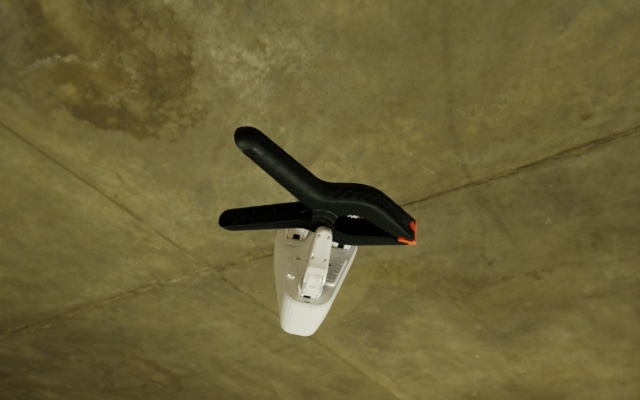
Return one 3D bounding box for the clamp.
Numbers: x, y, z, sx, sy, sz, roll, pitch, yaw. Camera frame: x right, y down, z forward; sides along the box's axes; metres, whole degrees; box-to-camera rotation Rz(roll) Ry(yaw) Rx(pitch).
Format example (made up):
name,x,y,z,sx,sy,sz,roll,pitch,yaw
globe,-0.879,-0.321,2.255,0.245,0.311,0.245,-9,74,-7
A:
name,x,y,z,sx,sy,sz,roll,pitch,yaw
clamp,0.000,0.002,0.476,0.210,0.036,0.165,12,-33,-2
